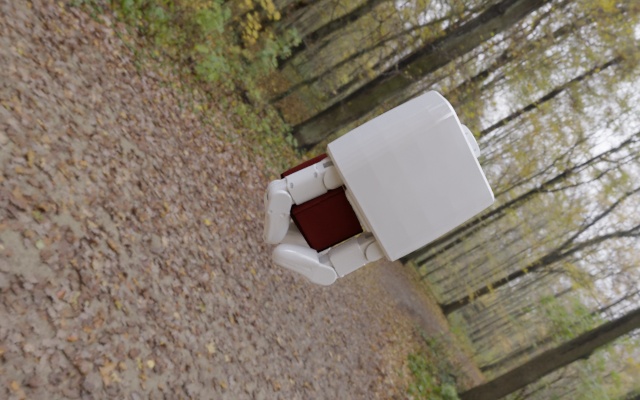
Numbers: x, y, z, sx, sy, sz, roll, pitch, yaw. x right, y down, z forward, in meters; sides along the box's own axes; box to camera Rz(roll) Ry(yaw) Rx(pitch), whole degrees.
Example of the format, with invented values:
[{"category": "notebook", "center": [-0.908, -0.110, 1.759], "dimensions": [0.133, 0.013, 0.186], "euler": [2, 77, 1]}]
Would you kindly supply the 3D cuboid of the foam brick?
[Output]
[{"category": "foam brick", "center": [0.000, 0.001, 0.452], "dimensions": [0.051, 0.053, 0.078], "euler": [-27, 34, 4]}]
